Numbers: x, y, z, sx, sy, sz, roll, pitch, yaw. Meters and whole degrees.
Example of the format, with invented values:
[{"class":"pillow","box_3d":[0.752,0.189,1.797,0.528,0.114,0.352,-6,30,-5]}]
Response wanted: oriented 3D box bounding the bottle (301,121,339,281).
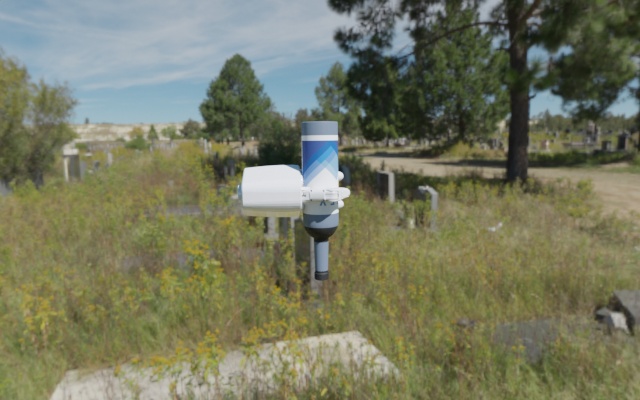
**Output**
[{"class":"bottle","box_3d":[0.000,0.003,0.890,0.069,0.296,0.069,-1,7,0]}]
